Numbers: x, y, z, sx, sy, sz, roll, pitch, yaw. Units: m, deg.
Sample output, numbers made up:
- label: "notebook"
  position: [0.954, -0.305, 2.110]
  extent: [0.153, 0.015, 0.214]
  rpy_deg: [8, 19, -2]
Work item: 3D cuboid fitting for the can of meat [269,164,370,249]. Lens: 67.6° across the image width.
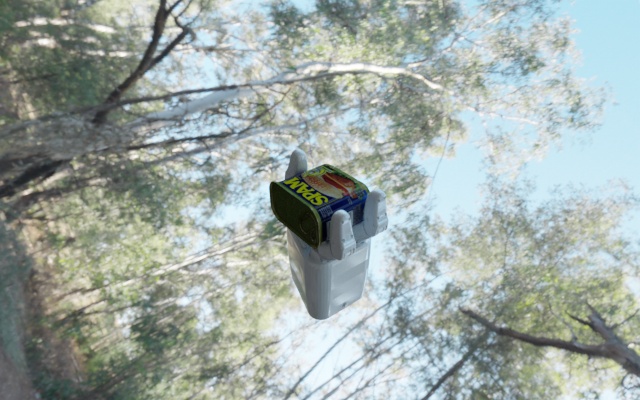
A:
- label: "can of meat"
  position: [0.000, 0.002, 0.582]
  extent: [0.084, 0.057, 0.102]
  rpy_deg: [-24, 39, -30]
